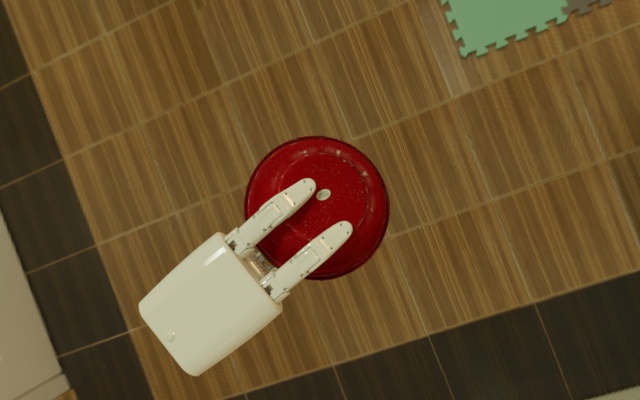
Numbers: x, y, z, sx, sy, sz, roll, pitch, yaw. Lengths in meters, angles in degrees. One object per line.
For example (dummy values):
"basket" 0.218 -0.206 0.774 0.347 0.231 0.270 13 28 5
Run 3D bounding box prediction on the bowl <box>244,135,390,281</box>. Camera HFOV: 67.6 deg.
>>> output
"bowl" 0.001 0.000 0.500 0.162 0.162 0.055 0 -11 -7
